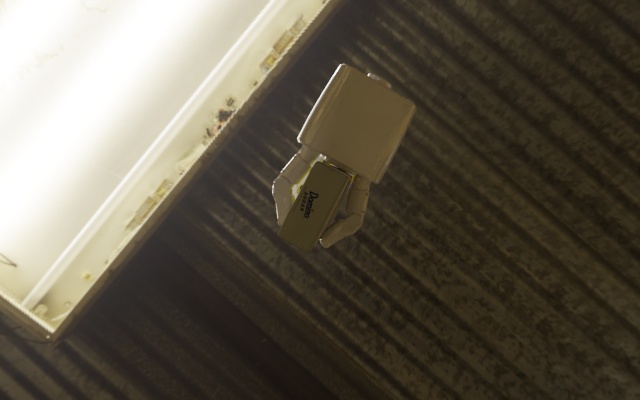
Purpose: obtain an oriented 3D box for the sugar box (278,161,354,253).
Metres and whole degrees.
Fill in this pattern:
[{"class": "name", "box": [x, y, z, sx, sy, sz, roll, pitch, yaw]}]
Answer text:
[{"class": "sugar box", "box": [0.000, 0.002, 0.581, 0.048, 0.093, 0.176, 28, 5, 6]}]
